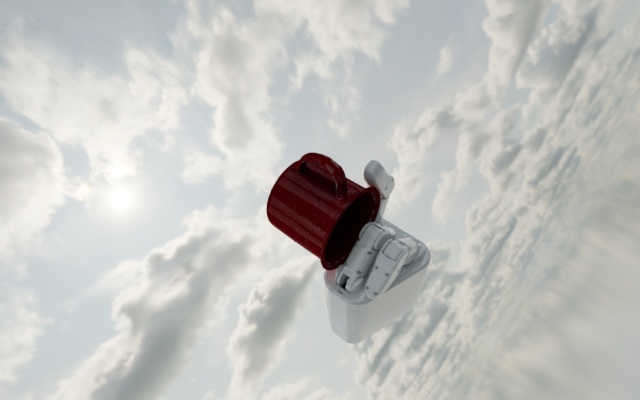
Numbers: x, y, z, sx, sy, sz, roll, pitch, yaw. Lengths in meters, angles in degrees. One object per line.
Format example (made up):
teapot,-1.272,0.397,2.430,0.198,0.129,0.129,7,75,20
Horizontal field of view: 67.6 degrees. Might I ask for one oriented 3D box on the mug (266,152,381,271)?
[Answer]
mug,0.000,0.001,0.468,0.081,0.117,0.093,32,57,26
